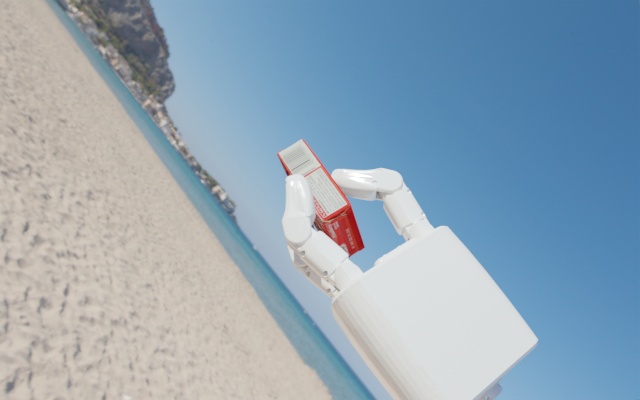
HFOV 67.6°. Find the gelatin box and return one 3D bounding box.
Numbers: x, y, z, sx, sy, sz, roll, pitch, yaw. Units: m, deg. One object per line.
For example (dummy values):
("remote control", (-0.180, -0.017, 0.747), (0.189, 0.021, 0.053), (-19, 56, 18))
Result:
("gelatin box", (0.000, 0.001, 0.419), (0.030, 0.089, 0.073), (-30, -34, -6))
